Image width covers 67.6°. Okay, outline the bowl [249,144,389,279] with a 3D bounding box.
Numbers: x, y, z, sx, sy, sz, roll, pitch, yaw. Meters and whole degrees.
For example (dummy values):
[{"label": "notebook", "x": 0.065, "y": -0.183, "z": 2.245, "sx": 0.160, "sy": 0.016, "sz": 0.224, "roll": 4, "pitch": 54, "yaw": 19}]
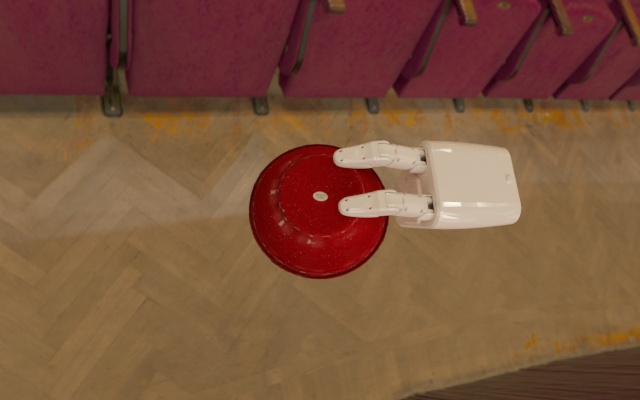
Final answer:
[{"label": "bowl", "x": -0.001, "y": 0.002, "z": 0.522, "sx": 0.162, "sy": 0.162, "sz": 0.055, "roll": 0, "pitch": -18, "yaw": -3}]
